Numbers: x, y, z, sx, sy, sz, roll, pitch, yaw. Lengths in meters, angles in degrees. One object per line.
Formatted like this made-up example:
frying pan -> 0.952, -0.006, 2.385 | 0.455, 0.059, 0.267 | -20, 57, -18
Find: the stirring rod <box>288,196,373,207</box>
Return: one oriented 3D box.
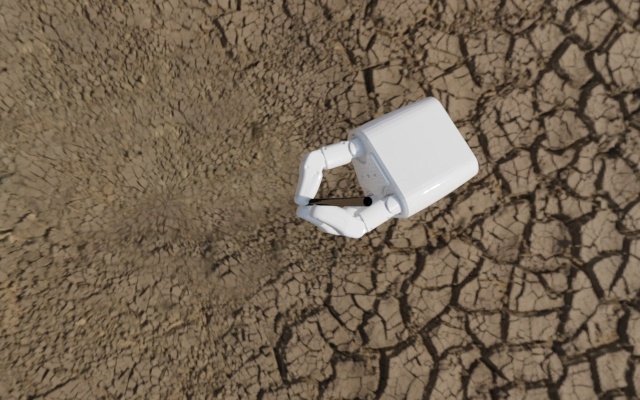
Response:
stirring rod -> 0.000, 0.002, 0.483 | 0.011, 0.011, 0.239 | 0, 0, -18
